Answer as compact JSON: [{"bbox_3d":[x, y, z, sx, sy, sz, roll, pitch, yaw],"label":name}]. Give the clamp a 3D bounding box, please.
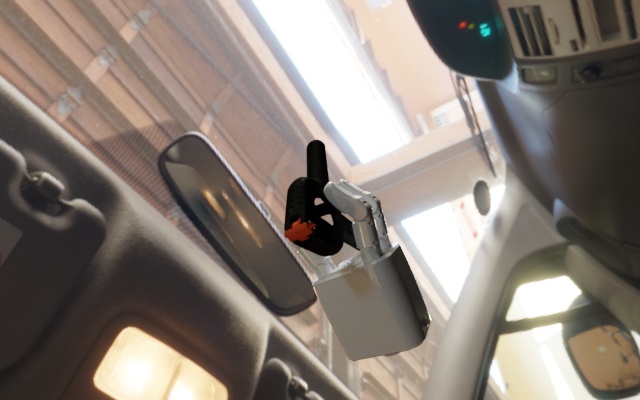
[{"bbox_3d":[-0.001,0.002,0.568,0.036,0.164,0.210,-26,-3,19],"label":"clamp"}]
